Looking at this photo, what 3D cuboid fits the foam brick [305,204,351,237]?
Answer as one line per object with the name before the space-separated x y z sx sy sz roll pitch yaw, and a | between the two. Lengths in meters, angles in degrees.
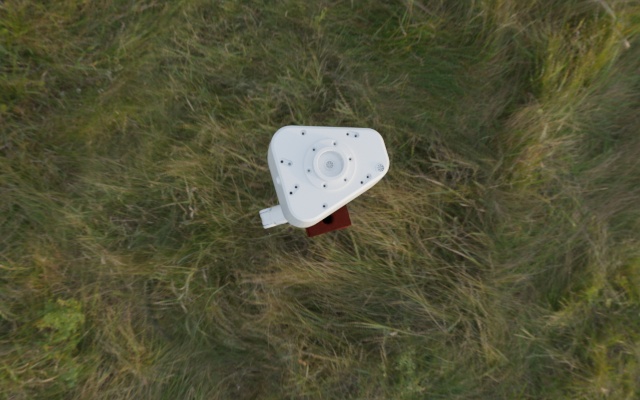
foam brick | 0.000 0.002 0.580 0.053 0.078 0.051 -16 -2 -6
